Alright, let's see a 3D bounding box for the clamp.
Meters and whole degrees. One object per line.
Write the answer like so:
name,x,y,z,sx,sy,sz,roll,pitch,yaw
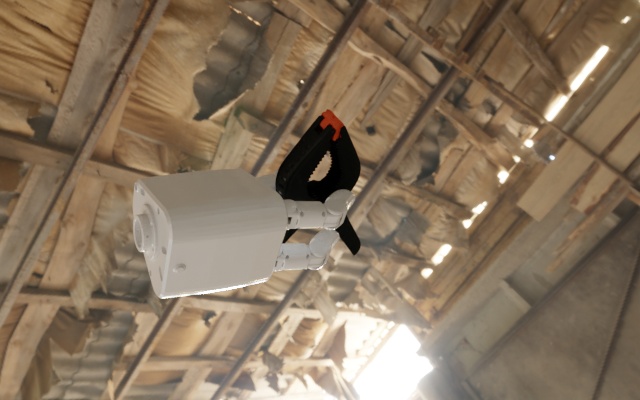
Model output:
clamp,0.000,0.001,0.517,0.164,0.210,0.036,-6,41,-34
